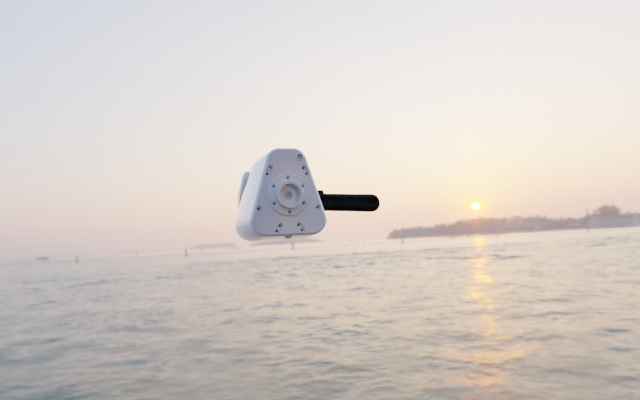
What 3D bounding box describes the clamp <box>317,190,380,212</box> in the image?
[{"bbox_3d":[0.000,0.002,0.700,0.171,0.039,0.120,-1,-5,-18],"label":"clamp"}]
